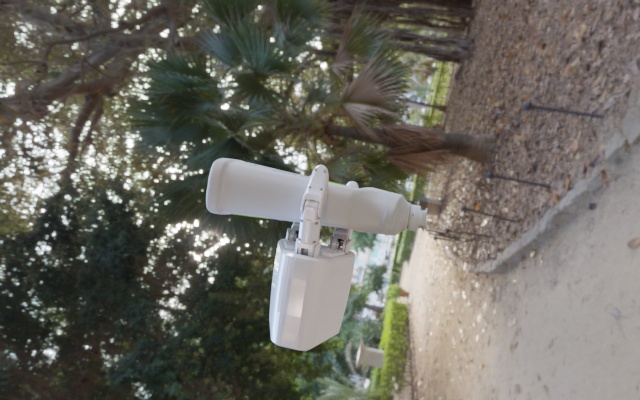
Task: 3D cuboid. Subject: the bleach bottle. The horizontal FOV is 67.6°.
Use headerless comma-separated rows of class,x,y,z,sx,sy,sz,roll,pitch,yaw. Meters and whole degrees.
bleach bottle,0.000,0.002,0.573,0.251,0.068,0.102,10,4,9
